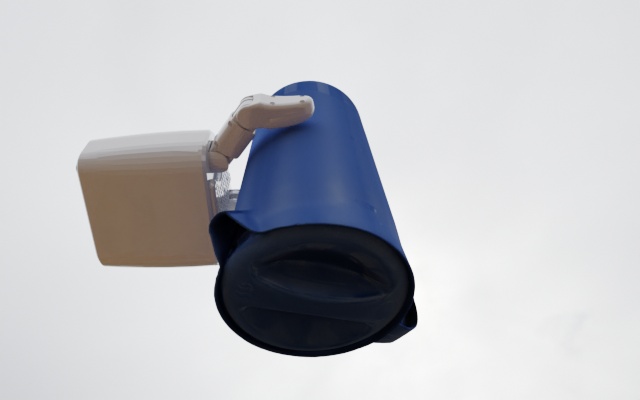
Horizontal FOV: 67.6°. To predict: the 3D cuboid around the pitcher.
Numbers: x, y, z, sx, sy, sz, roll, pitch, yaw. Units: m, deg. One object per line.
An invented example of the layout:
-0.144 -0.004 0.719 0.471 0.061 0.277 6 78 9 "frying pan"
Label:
0.000 0.001 0.410 0.145 0.149 0.242 -4 38 1 "pitcher"
